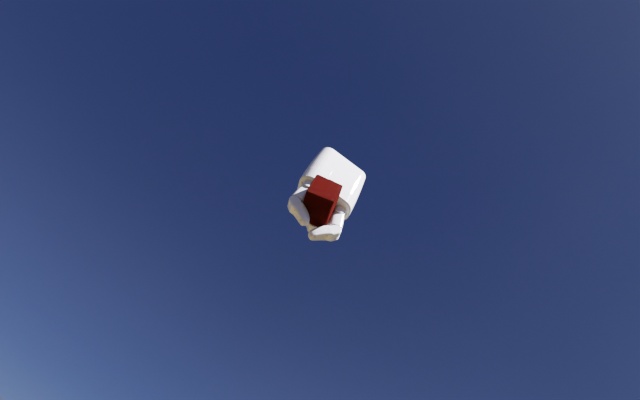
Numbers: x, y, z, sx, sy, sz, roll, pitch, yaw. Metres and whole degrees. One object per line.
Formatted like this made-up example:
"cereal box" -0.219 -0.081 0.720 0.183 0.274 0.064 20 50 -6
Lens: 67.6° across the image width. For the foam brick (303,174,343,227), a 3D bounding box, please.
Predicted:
"foam brick" 0.000 0.003 0.858 0.053 0.078 0.051 25 47 7
